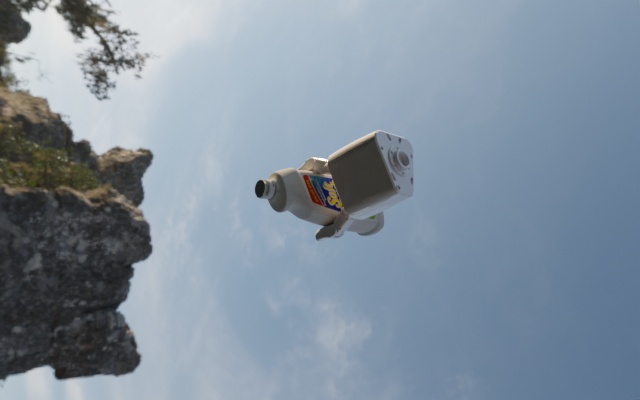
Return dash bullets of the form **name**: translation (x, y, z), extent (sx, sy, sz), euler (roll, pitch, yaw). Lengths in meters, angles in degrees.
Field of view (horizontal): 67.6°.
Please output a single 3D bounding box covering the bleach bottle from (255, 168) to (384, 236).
- **bleach bottle**: translation (0.000, 0.003, 0.820), extent (0.251, 0.102, 0.068), euler (8, -24, -41)
